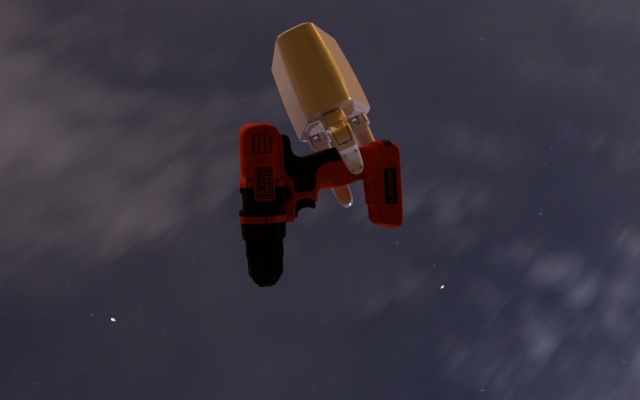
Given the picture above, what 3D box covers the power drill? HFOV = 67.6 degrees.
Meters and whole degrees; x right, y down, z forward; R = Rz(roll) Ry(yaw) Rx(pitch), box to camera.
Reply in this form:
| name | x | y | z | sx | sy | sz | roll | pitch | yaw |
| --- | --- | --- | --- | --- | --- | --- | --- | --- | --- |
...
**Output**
| name | x | y | z | sx | sy | sz | roll | pitch | yaw |
| --- | --- | --- | --- | --- | --- | --- | --- | --- | --- |
| power drill | 0.000 | 0.002 | 0.553 | 0.187 | 0.184 | 0.057 | -4 | 5 | -16 |
